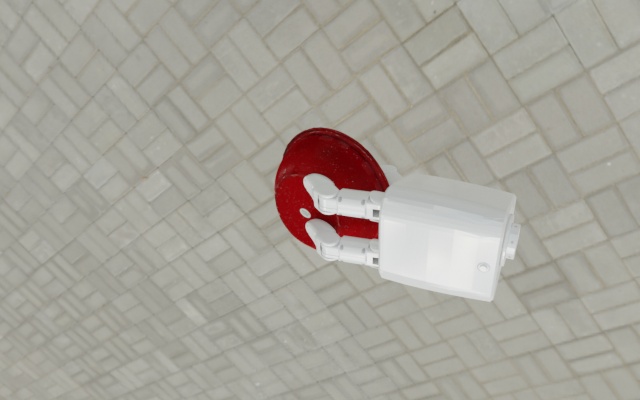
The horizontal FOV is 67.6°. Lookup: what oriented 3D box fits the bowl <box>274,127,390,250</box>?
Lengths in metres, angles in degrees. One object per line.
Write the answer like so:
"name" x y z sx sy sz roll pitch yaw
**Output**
"bowl" -0.001 0.002 0.545 0.162 0.162 0.055 0 25 42
